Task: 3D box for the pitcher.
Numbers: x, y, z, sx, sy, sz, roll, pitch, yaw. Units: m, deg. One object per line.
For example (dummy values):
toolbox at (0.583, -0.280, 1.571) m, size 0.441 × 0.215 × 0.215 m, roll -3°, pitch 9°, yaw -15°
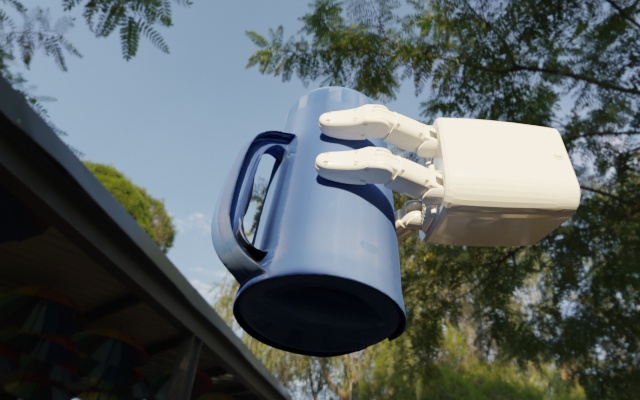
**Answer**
pitcher at (0.000, 0.001, 0.434) m, size 0.145 × 0.242 × 0.149 m, roll 2°, pitch -41°, yaw 3°
